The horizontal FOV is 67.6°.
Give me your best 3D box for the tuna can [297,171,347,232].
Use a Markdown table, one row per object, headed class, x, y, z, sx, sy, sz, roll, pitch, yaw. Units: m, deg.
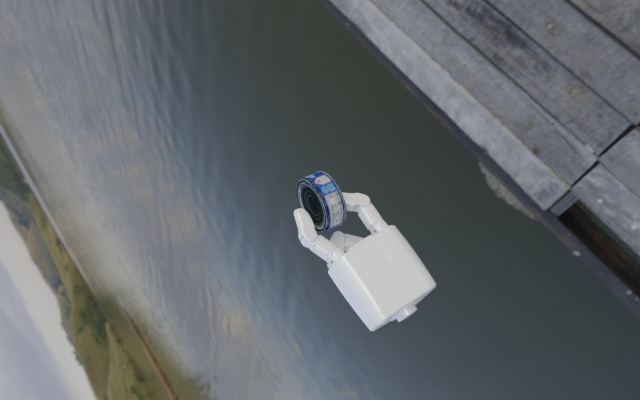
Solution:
| class | x | y | z | sx | sy | sz | roll | pitch | yaw |
| --- | --- | --- | --- | --- | --- | --- | --- | --- | --- |
| tuna can | 0.000 | 0.002 | 0.698 | 0.033 | 0.086 | 0.086 | -23 | 10 | -25 |
